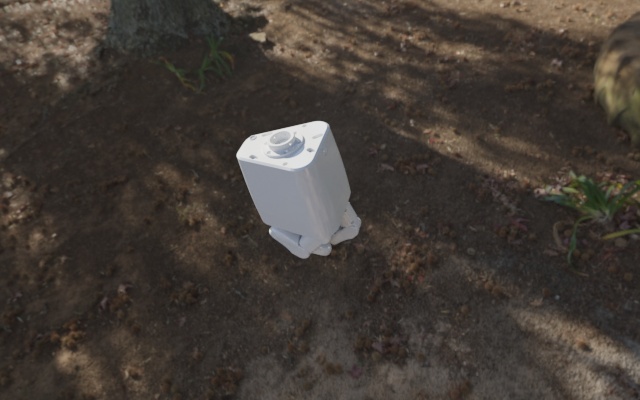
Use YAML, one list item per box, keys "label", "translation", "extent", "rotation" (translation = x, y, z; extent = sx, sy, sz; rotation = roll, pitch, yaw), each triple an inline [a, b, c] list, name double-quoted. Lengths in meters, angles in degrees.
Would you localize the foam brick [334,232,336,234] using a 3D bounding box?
- label: "foam brick"
  translation: [0.000, 0.002, 0.658]
  extent: [0.053, 0.051, 0.078]
  rotation: [-3, 42, 24]
